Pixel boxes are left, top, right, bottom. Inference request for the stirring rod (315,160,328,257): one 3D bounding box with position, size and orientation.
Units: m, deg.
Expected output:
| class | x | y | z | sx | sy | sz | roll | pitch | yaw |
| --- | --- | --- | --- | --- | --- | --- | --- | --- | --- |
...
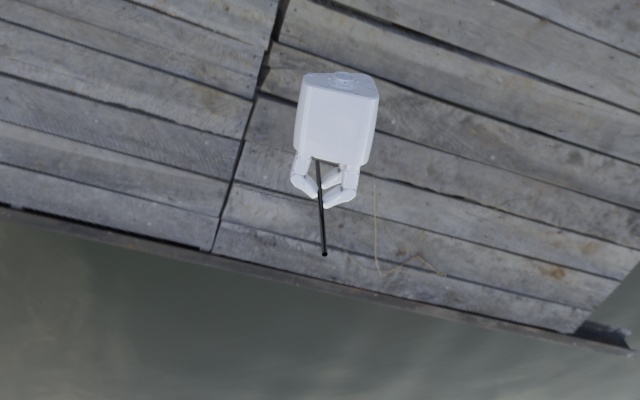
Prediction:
| class | x | y | z | sx | sy | sz | roll | pitch | yaw |
| --- | --- | --- | --- | --- | --- | --- | --- | --- | --- |
| stirring rod | 0.000 | 0.002 | 0.737 | 0.011 | 0.011 | 0.239 | 0 | 36 | -3 |
